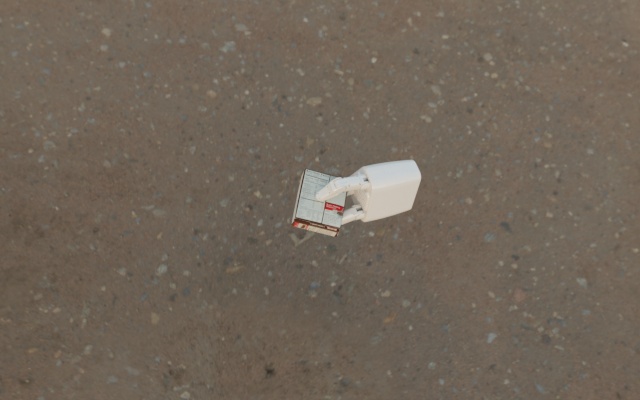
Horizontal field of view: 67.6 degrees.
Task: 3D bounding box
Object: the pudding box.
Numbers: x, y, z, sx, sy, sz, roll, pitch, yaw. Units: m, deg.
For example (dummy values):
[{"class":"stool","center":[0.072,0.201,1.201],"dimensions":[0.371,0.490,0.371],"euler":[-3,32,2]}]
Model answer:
[{"class":"pudding box","center":[0.000,0.003,0.894],"dimensions":[0.090,0.113,0.039],"euler":[14,-30,-5]}]
